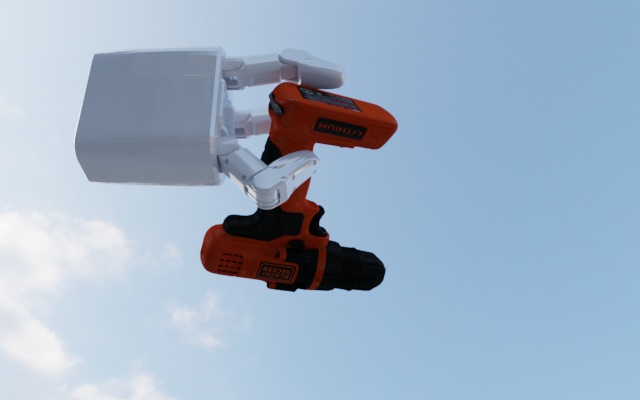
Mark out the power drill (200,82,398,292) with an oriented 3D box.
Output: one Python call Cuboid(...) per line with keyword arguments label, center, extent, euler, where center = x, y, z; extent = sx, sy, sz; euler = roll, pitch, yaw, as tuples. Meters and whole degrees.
Cuboid(label="power drill", center=(0.000, 0.001, 0.430), extent=(0.184, 0.188, 0.057), euler=(10, 25, -21))
